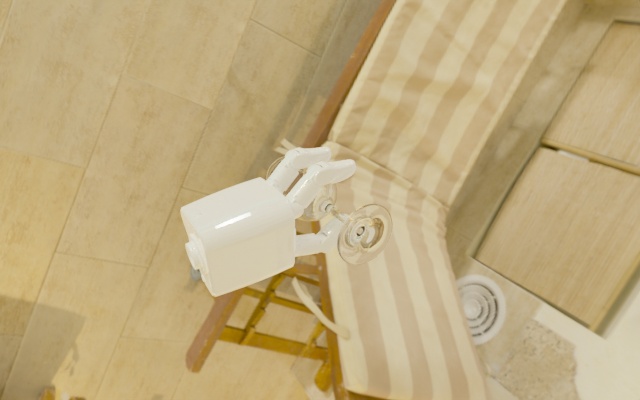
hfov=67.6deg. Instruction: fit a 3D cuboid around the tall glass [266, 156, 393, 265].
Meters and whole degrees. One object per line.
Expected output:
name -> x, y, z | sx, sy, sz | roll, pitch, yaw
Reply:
tall glass -> 0.001, 0.002, 0.603 | 0.079, 0.079, 0.201 | 0, 22, -32
